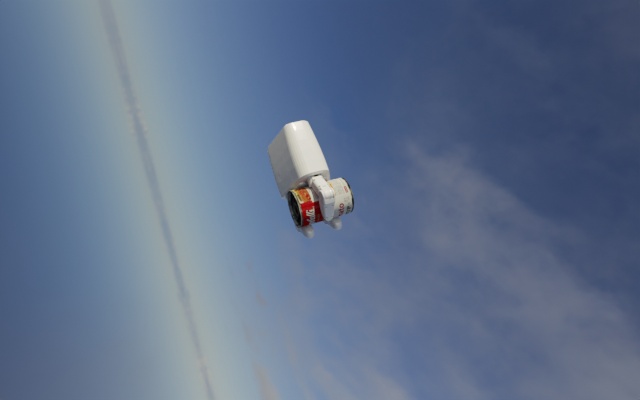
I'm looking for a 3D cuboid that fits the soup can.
[{"bbox_3d":[0.001,0.003,0.851,0.102,0.068,0.068,-15,5,-18],"label":"soup can"}]
